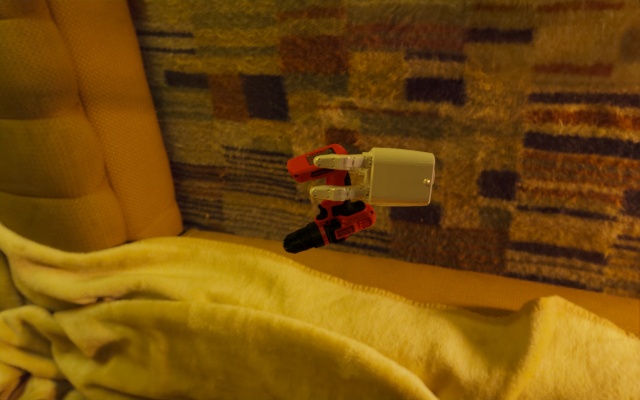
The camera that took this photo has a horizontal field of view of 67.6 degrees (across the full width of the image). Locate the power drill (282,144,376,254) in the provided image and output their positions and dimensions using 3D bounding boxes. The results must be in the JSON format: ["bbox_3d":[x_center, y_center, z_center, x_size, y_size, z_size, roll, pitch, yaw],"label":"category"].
[{"bbox_3d":[0.000,0.002,0.865,0.184,0.188,0.057,-22,38,-7],"label":"power drill"}]
